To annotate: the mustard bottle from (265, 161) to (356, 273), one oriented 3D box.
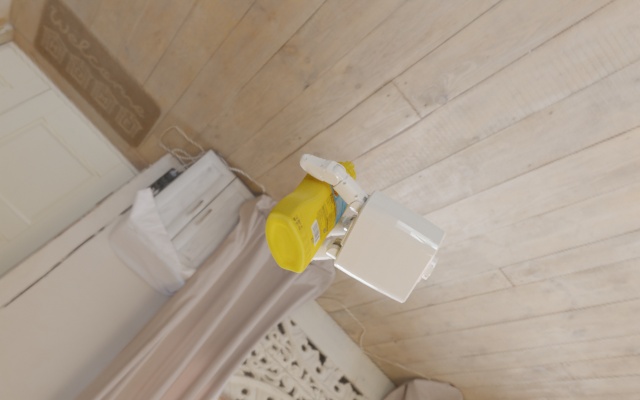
[{"bbox_3d":[0.000,0.002,0.649,0.058,0.096,0.191,11,40,27],"label":"mustard bottle"}]
